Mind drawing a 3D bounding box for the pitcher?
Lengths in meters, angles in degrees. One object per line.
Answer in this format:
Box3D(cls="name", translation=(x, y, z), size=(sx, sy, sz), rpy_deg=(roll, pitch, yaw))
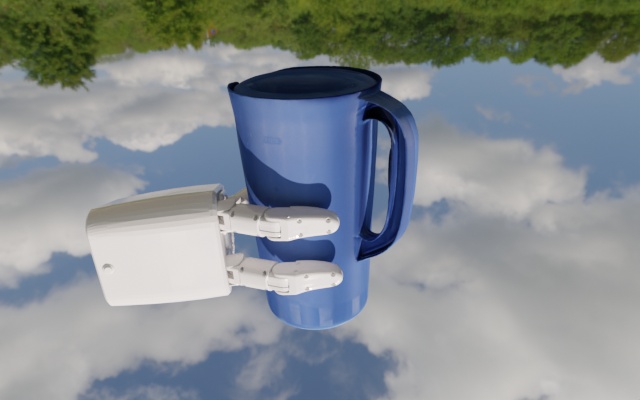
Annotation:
Box3D(cls="pitcher", translation=(0.000, 0.001, 0.454), size=(0.145, 0.243, 0.149), rpy_deg=(-7, 26, -7))
